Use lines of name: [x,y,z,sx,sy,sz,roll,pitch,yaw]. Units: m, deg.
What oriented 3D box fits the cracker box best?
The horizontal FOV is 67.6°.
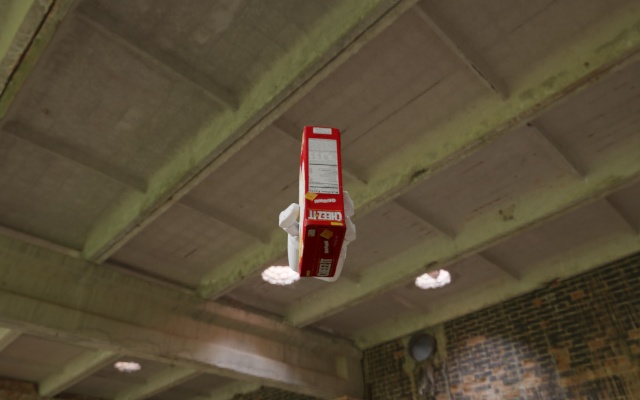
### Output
cracker box: [0.000,0.003,0.836,0.072,0.213,0.164,2,-37,-5]
